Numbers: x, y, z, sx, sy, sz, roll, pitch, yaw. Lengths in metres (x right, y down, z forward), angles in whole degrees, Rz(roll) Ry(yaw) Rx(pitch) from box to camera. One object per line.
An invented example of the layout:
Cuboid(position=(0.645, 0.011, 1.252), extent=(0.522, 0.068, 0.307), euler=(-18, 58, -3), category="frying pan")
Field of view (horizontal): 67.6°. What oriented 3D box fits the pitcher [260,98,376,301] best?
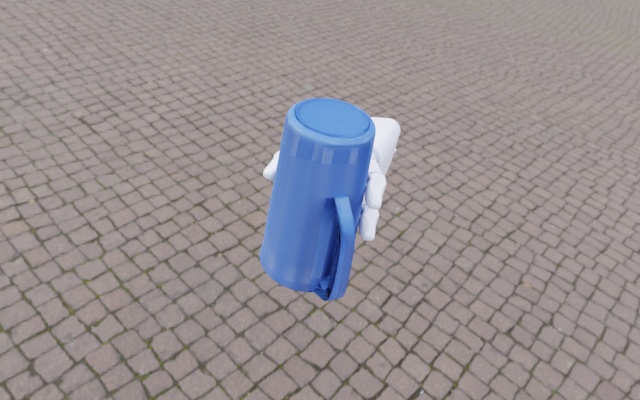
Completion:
Cuboid(position=(0.000, 0.002, 0.624), extent=(0.149, 0.243, 0.145), euler=(22, 39, 14), category="pitcher")
